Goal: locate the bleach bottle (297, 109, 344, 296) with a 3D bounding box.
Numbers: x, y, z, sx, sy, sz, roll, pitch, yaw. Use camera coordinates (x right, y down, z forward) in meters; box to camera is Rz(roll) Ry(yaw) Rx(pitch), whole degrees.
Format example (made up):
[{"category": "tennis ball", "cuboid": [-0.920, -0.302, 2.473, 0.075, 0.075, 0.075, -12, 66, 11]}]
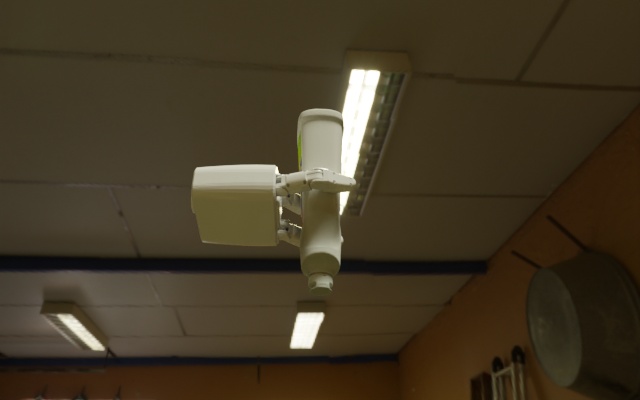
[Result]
[{"category": "bleach bottle", "cuboid": [0.000, 0.002, 0.649, 0.068, 0.250, 0.103, 1, -32, -2]}]
